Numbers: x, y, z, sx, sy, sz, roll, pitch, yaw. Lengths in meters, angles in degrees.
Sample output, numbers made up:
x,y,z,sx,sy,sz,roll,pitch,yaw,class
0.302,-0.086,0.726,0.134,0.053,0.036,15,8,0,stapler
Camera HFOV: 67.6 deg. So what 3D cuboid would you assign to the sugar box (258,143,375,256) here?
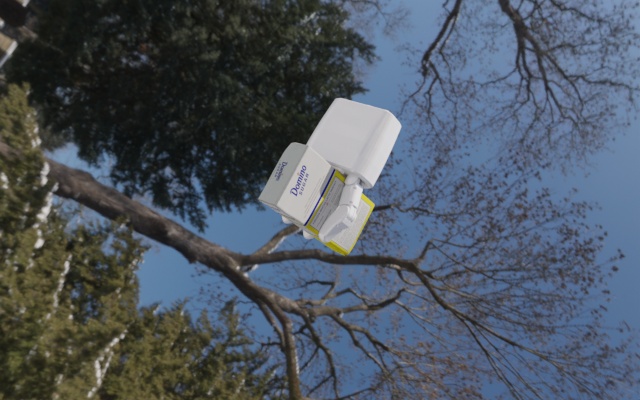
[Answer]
x,y,z,sx,sy,sz,roll,pitch,yaw,class
0.000,0.002,0.680,0.048,0.093,0.176,17,-16,46,sugar box
